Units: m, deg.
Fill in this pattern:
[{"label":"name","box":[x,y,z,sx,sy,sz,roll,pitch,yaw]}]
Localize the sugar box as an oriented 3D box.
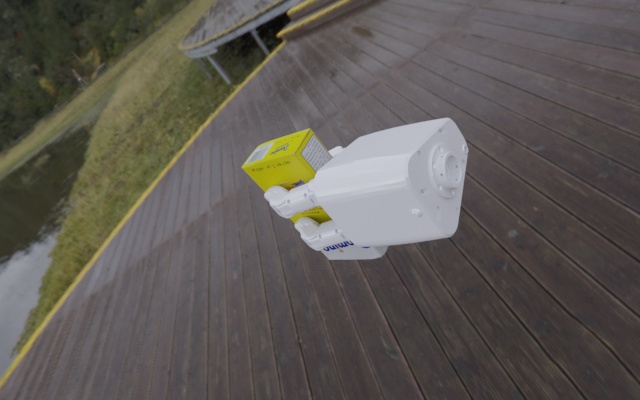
[{"label":"sugar box","box":[0.000,0.002,0.556,0.093,0.048,0.176,-9,-50,45]}]
